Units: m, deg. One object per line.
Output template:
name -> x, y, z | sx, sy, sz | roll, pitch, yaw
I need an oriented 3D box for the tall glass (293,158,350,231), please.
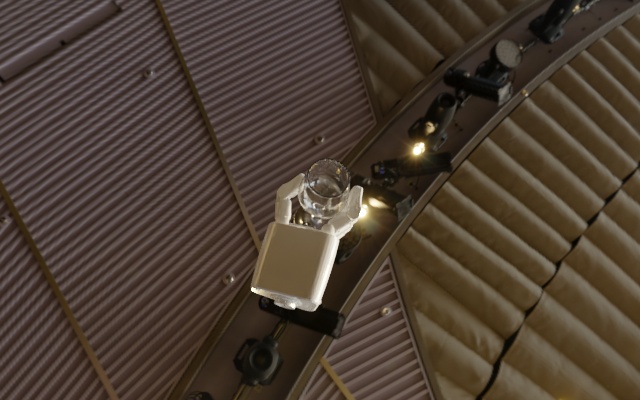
tall glass -> 0.000, 0.003, 0.766 | 0.079, 0.079, 0.201 | 0, -21, -7
